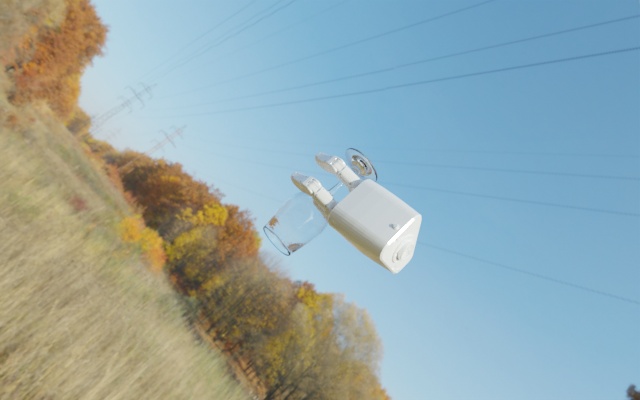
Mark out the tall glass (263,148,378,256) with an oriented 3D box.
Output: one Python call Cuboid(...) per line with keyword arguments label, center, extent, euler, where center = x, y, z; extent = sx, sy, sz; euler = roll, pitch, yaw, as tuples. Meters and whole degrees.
Cuboid(label="tall glass", center=(0.001, 0.002, 0.786), extent=(0.201, 0.079, 0.079), euler=(-41, 16, -19))
